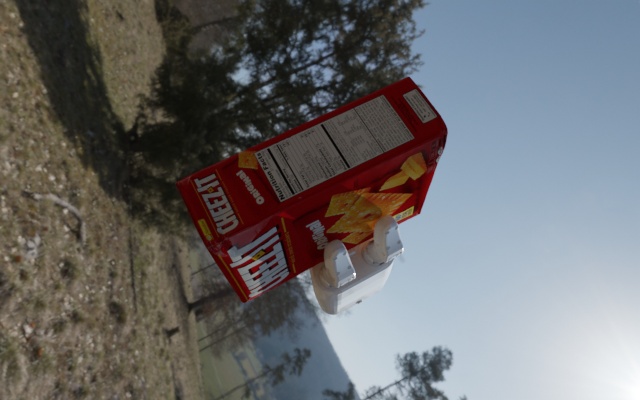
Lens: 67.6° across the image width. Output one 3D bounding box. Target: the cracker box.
[{"bbox_3d":[0.000,0.001,0.440,0.213,0.072,0.164,-26,-24,-11],"label":"cracker box"}]
